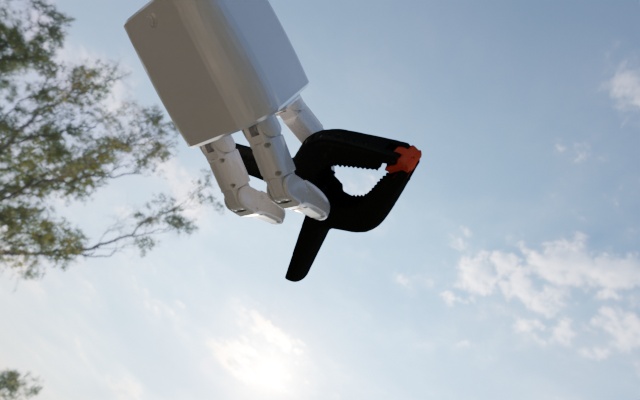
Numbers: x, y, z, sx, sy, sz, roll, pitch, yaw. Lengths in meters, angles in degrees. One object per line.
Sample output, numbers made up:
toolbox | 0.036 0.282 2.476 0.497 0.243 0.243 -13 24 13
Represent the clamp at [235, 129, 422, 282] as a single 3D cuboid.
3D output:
clamp | 0.001 0.001 0.425 0.210 0.164 0.036 -10 24 41
